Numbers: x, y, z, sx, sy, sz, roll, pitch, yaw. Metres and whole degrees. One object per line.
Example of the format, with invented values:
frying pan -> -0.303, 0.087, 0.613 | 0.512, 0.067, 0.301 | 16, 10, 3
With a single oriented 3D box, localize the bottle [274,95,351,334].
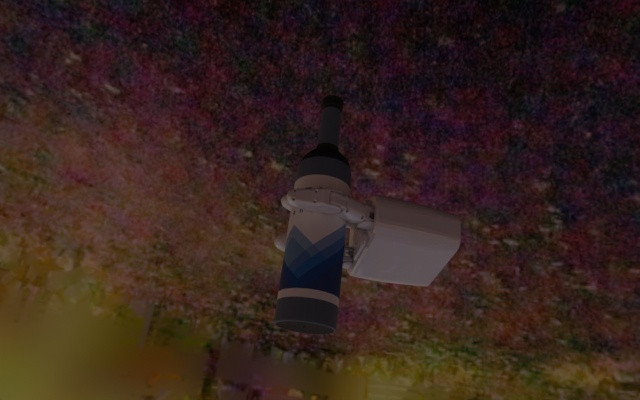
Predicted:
bottle -> 0.000, 0.002, 0.564 | 0.069, 0.295, 0.069 | 6, -25, 3
